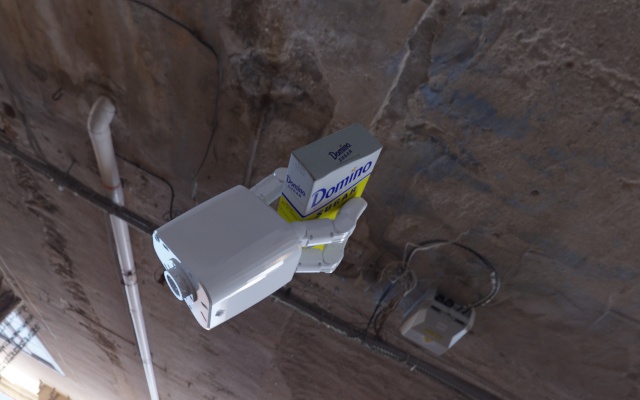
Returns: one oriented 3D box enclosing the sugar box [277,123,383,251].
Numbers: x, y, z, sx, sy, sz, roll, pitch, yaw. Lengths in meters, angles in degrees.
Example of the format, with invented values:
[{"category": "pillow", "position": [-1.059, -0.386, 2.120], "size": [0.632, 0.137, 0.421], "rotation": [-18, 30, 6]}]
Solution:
[{"category": "sugar box", "position": [0.000, 0.002, 0.531], "size": [0.093, 0.048, 0.176], "rotation": [-28, -23, -30]}]
